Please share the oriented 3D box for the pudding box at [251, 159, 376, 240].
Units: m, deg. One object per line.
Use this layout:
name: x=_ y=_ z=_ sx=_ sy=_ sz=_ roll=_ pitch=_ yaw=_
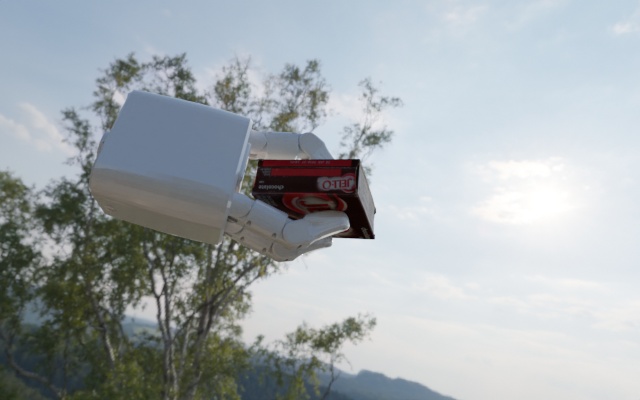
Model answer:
pudding box: x=0.000 y=0.001 z=0.435 sx=0.090 sy=0.039 sz=0.113 roll=2 pitch=-20 yaw=16
